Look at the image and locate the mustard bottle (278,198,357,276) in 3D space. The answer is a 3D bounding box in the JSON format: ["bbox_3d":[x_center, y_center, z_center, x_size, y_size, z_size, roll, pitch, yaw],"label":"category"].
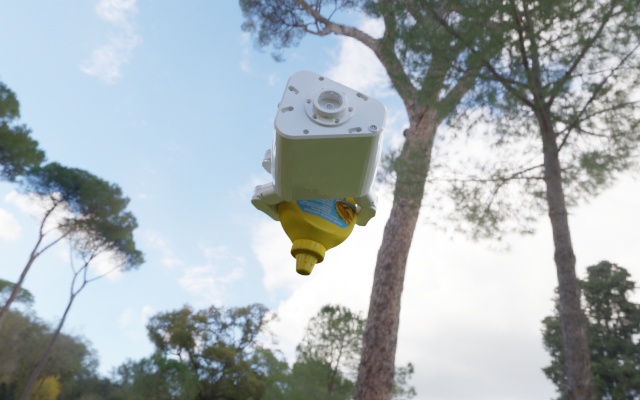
[{"bbox_3d":[0.000,0.002,0.585,0.096,0.191,0.058,25,-33,-17],"label":"mustard bottle"}]
